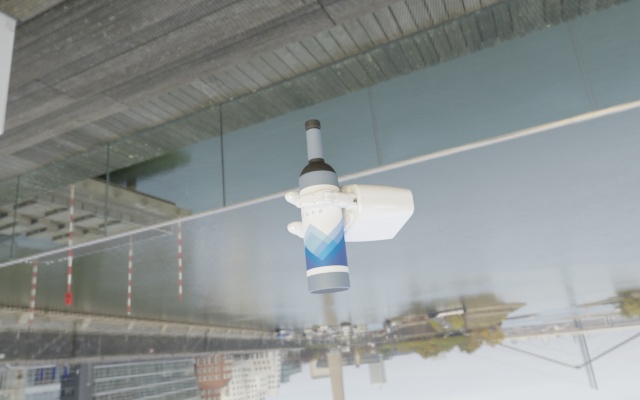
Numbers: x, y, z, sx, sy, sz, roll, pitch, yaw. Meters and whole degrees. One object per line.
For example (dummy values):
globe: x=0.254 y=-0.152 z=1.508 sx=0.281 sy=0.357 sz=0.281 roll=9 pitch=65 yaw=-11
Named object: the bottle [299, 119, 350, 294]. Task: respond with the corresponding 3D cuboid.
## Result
bottle: x=0.000 y=0.003 z=0.796 sx=0.069 sy=0.295 sz=0.069 roll=-5 pitch=-17 yaw=-2
